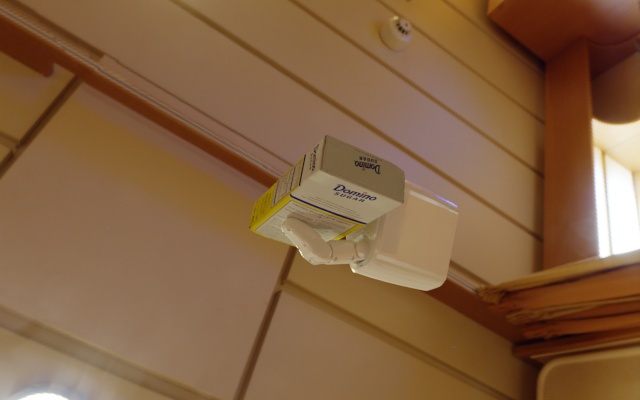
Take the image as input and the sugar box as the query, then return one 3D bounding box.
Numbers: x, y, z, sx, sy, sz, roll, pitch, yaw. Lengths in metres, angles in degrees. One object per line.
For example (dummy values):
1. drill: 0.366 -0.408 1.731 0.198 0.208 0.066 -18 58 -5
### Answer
1. sugar box: 0.000 0.001 0.506 0.093 0.048 0.176 21 -32 -22
